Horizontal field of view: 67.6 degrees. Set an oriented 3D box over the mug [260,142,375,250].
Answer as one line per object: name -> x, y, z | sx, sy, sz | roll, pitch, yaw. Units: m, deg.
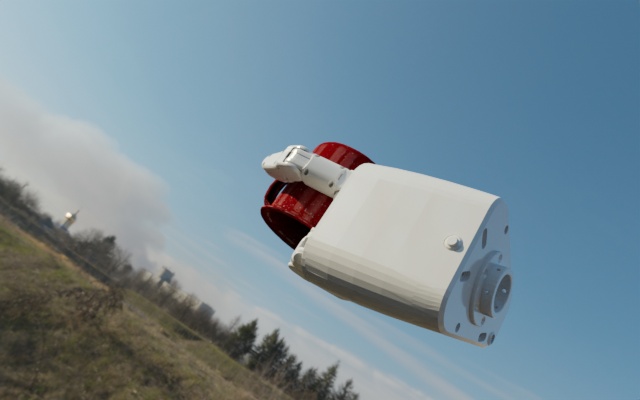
mug -> -0.001, 0.001, 0.423 | 0.117, 0.081, 0.093 | 18, -26, 40
